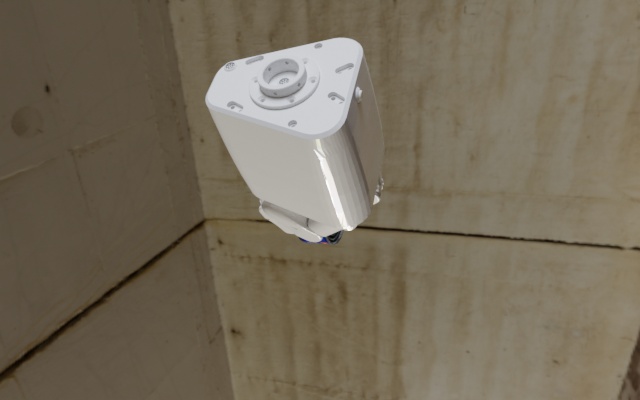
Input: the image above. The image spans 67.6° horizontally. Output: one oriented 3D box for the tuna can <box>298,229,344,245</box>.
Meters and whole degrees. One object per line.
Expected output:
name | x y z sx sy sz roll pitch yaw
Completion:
tuna can | 0.000 0.002 0.488 0.034 0.086 0.086 0 0 18
